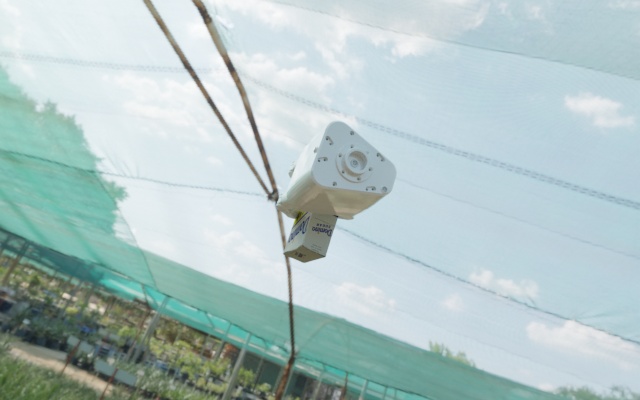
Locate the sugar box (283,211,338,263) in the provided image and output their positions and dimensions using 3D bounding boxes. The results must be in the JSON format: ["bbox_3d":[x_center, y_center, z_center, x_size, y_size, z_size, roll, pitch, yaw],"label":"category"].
[{"bbox_3d":[0.000,0.002,0.721,0.048,0.176,0.093,26,-21,-14],"label":"sugar box"}]
